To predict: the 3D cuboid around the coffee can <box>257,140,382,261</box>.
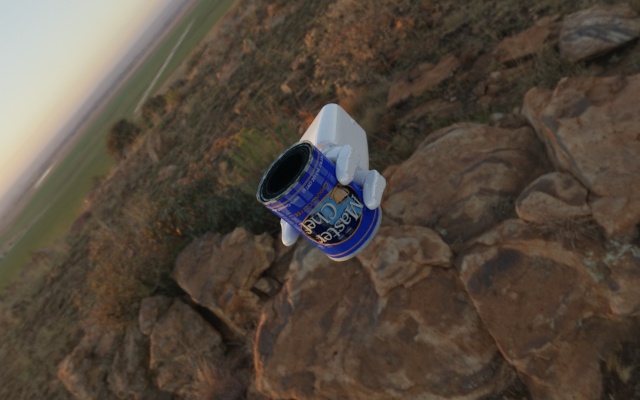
[{"bbox_3d":[0.000,0.002,0.644,0.140,0.102,0.103,41,-22,-28],"label":"coffee can"}]
